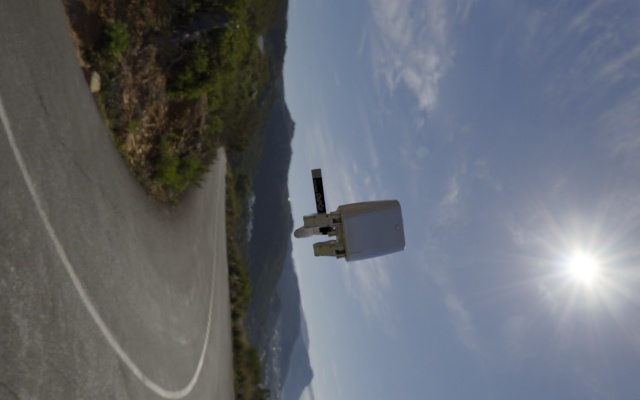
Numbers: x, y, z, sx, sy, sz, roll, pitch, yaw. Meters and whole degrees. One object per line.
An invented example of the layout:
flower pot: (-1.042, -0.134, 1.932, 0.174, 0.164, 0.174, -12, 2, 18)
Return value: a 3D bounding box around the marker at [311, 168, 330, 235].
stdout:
marker: (0.000, 0.003, 0.866, 0.020, 0.121, 0.020, -8, 7, 1)
